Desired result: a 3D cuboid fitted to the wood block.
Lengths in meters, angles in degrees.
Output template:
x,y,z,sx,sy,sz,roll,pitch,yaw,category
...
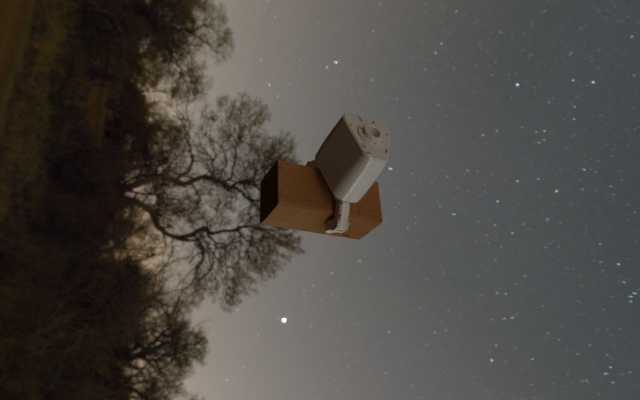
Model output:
x,y,z,sx,sy,sz,roll,pitch,yaw,category
0.000,0.003,0.880,0.206,0.090,0.090,11,-30,-24,wood block
